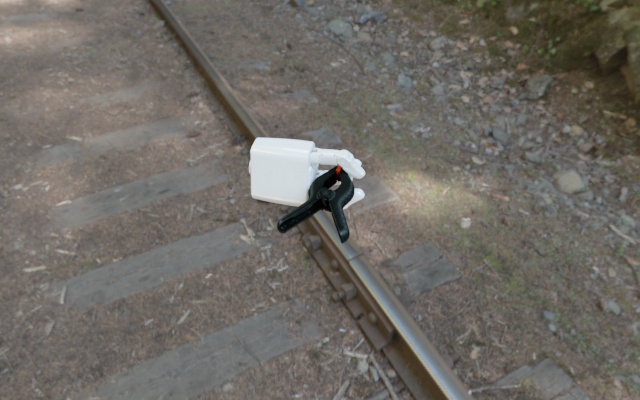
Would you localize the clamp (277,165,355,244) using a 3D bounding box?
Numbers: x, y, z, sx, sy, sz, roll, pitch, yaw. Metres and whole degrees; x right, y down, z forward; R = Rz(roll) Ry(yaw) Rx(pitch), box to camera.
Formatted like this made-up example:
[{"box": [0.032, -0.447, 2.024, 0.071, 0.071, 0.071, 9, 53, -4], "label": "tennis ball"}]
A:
[{"box": [0.000, 0.002, 0.802, 0.120, 0.039, 0.171, 6, 42, 10], "label": "clamp"}]
